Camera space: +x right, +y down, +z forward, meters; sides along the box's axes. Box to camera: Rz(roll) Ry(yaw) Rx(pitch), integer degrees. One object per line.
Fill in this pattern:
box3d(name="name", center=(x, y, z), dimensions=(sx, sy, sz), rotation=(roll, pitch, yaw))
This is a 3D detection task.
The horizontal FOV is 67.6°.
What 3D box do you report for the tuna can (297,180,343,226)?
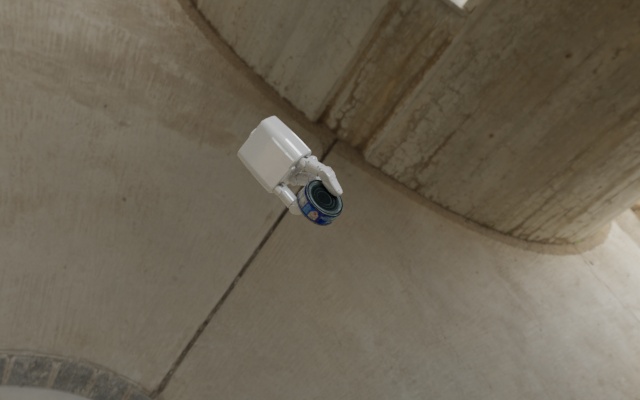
box3d(name="tuna can", center=(0.001, 0.003, 0.898), dimensions=(0.086, 0.086, 0.034), rotation=(0, -34, -41))
